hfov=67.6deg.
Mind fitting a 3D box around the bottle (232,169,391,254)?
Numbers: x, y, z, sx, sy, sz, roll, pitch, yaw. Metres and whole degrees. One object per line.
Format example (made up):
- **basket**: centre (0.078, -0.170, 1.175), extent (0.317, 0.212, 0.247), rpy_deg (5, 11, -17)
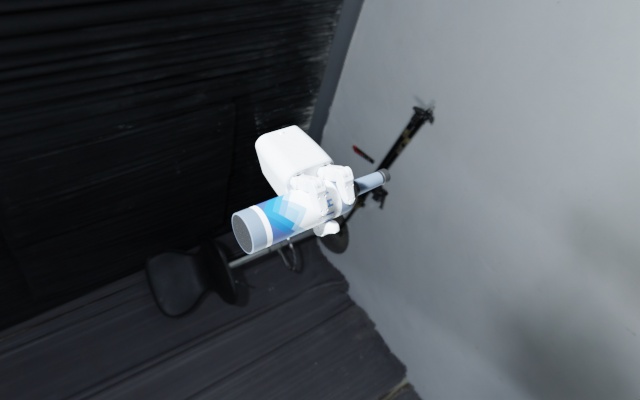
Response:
- **bottle**: centre (0.000, 0.003, 0.793), extent (0.295, 0.069, 0.069), rpy_deg (-22, 11, -30)
